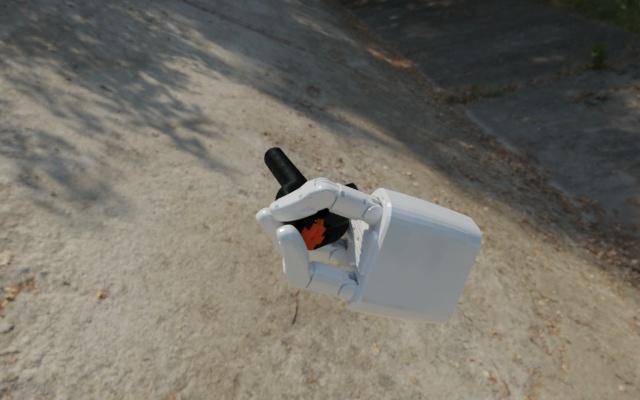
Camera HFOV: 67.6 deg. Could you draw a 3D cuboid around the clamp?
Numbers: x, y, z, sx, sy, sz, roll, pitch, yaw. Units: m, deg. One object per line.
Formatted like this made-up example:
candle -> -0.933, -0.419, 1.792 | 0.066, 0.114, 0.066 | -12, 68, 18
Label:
clamp -> 0.000, 0.001, 0.508 | 0.120, 0.039, 0.171 | 15, 27, -18
